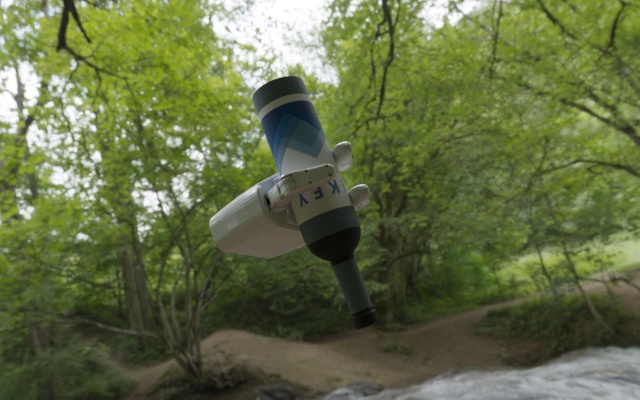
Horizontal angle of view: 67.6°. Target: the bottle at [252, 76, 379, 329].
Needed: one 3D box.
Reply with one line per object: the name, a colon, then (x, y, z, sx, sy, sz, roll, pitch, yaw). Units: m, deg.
bottle: (0.000, 0.002, 0.550, 0.069, 0.295, 0.069, -20, -11, -4)
